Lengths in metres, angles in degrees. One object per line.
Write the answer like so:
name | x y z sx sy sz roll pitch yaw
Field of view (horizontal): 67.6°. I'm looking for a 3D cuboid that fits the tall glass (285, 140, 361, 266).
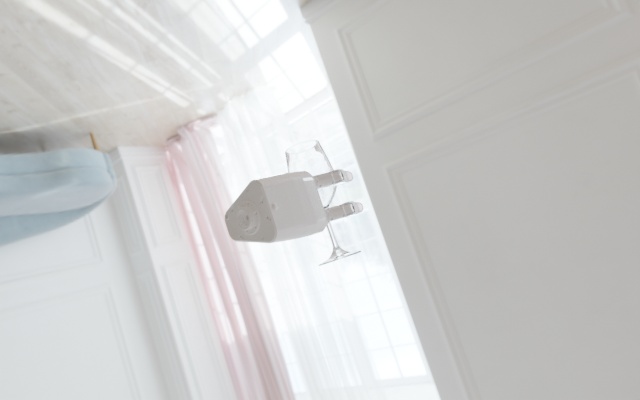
tall glass | 0.000 0.003 0.797 0.079 0.201 0.079 -18 -7 -2
